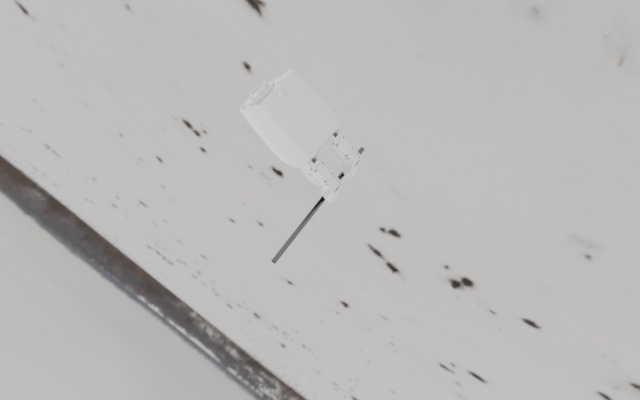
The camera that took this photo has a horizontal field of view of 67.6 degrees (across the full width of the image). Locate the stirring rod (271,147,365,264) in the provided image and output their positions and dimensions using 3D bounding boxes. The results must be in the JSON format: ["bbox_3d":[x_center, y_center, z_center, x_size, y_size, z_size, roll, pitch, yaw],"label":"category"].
[{"bbox_3d":[0.000,0.002,0.744,0.011,0.239,0.011,32,-22,15],"label":"stirring rod"}]
